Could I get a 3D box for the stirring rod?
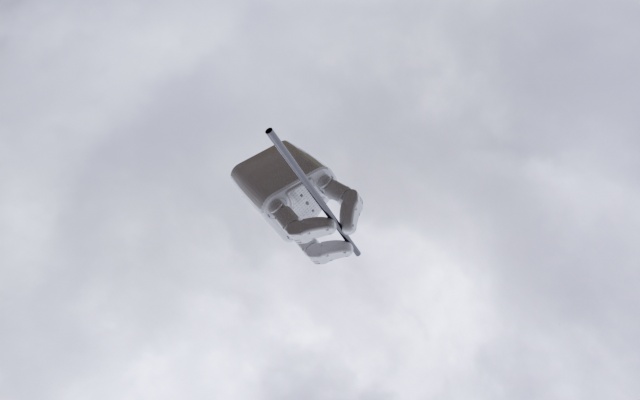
[{"bbox_3d":[0.000,0.002,0.539,0.011,0.011,0.240,0,-34,30],"label":"stirring rod"}]
